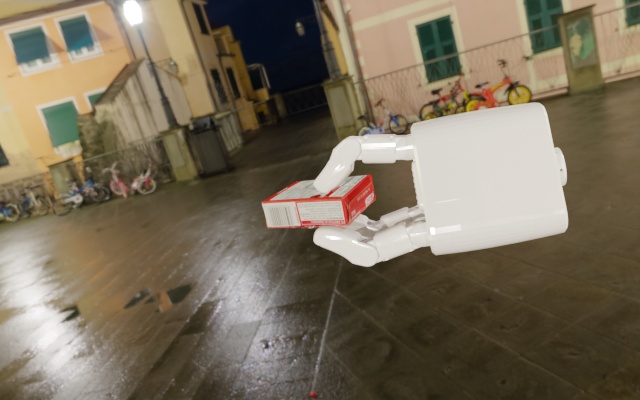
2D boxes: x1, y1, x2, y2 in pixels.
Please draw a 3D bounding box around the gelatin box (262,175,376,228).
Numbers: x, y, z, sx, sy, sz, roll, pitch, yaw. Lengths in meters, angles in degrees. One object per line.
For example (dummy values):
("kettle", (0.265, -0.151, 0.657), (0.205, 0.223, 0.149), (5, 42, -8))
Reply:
("gelatin box", (0.000, 0.001, 0.465), (0.089, 0.030, 0.073), (-3, 17, 26))
